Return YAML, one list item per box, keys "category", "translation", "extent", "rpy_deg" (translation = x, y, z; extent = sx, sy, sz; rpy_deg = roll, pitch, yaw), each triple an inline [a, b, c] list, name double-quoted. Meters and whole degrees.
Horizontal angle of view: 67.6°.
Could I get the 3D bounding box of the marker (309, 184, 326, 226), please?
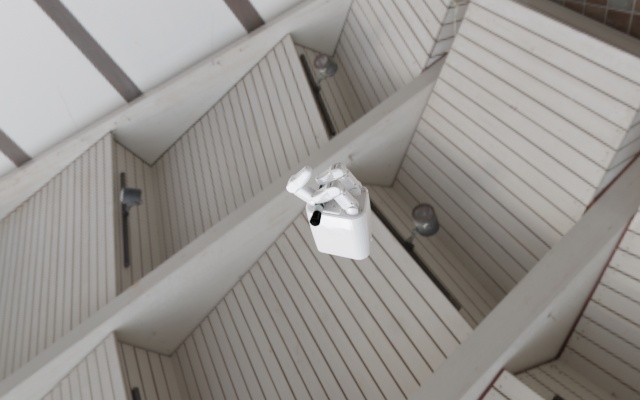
- category: "marker"
  translation: [0.000, 0.003, 0.839]
  extent: [0.020, 0.020, 0.121]
  rpy_deg: [0, 38, 12]
